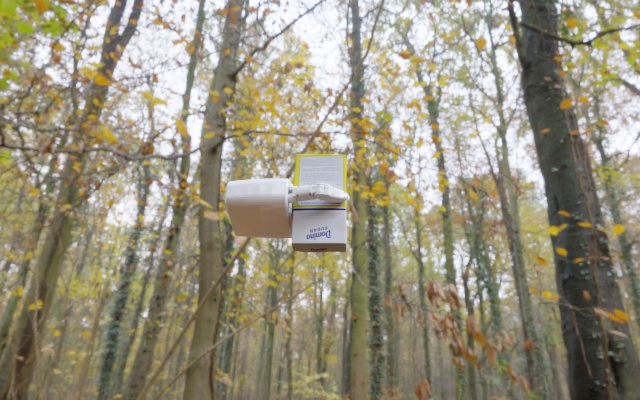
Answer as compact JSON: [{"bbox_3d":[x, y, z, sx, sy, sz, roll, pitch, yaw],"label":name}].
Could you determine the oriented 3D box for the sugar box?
[{"bbox_3d":[0.000,0.003,0.834,0.093,0.176,0.048,0,-26,4],"label":"sugar box"}]
